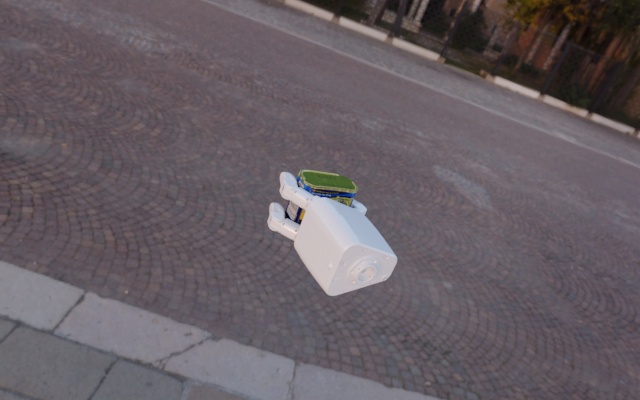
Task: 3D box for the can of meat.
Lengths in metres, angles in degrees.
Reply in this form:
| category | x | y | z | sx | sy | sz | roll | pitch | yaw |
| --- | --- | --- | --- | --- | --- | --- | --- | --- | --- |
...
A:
| category | x | y | z | sx | sy | sz | roll | pitch | yaw |
| --- | --- | --- | --- | --- | --- | --- | --- | --- | --- |
| can of meat | 0.000 | 0.002 | 0.759 | 0.102 | 0.084 | 0.057 | 6 | 30 | -30 |
